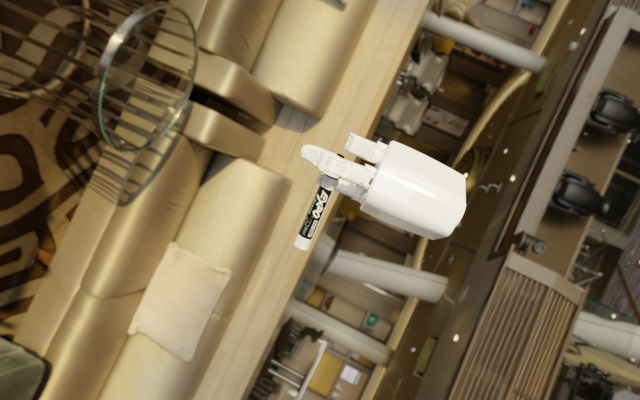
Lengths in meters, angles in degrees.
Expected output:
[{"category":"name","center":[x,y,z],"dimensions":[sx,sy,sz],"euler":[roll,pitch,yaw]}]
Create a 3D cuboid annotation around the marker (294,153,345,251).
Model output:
[{"category":"marker","center":[0.000,0.002,0.559],"dimensions":[0.020,0.121,0.020],"euler":[23,12,-5]}]
